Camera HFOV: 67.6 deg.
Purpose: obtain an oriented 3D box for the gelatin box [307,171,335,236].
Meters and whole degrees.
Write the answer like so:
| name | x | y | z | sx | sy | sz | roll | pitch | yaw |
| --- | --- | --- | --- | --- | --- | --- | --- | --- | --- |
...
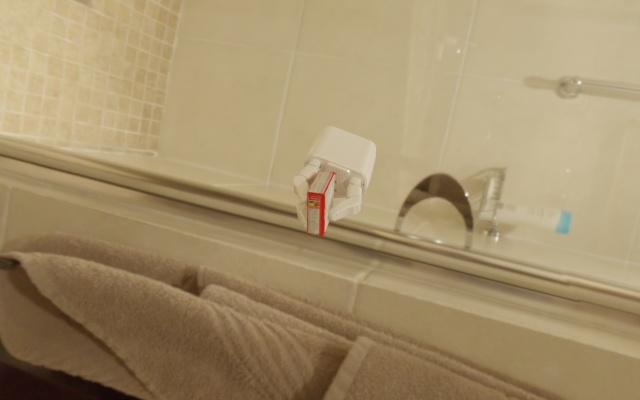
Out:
| name | x | y | z | sx | sy | sz | roll | pitch | yaw |
| --- | --- | --- | --- | --- | --- | --- | --- | --- | --- |
| gelatin box | 0.001 | 0.003 | 0.756 | 0.030 | 0.073 | 0.089 | 6 | 28 | 9 |
